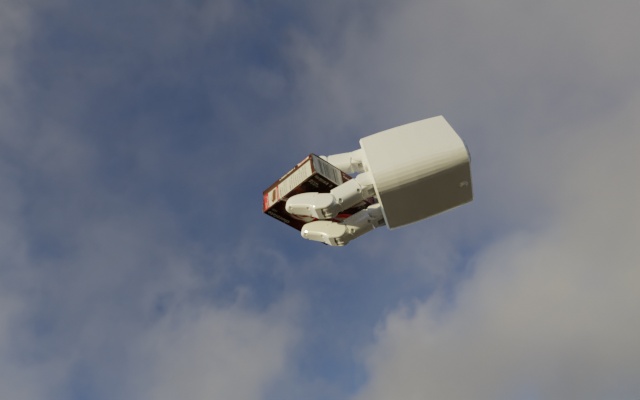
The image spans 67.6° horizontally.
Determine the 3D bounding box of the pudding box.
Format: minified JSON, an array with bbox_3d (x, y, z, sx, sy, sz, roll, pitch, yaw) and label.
[{"bbox_3d":[0.000,0.002,0.581,0.090,0.039,0.113,-37,-50,28],"label":"pudding box"}]
